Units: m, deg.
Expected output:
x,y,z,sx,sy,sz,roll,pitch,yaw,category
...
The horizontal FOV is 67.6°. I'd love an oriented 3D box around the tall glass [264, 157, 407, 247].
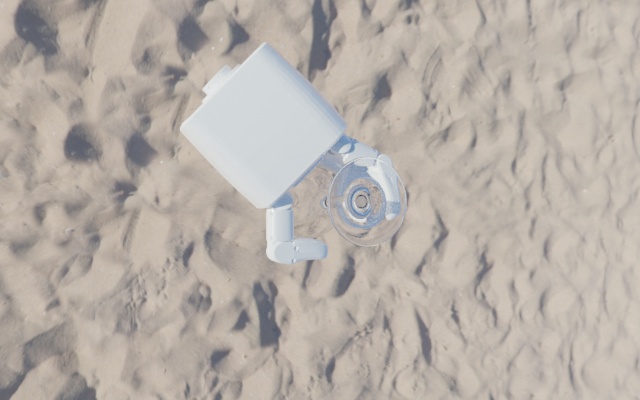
x,y,z,sx,sy,sz,roll,pitch,yaw,category
0.000,0.002,0.484,0.079,0.079,0.201,0,-1,-23,tall glass
